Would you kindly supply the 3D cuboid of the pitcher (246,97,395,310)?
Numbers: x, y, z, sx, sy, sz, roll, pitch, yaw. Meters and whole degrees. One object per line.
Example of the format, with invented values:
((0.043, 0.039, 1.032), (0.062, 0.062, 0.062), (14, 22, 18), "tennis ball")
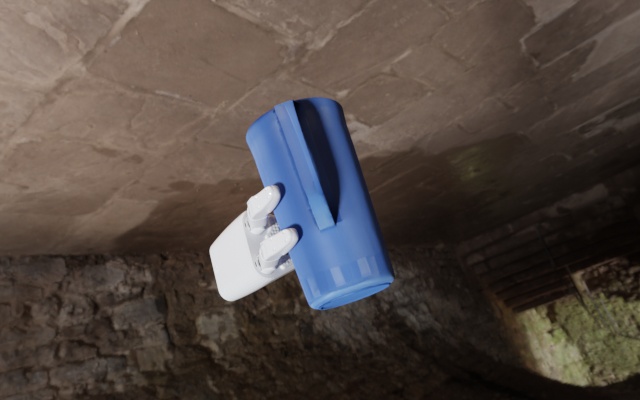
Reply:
((0.000, 0.002, 0.586), (0.149, 0.242, 0.145), (-3, -24, -42), "pitcher")
